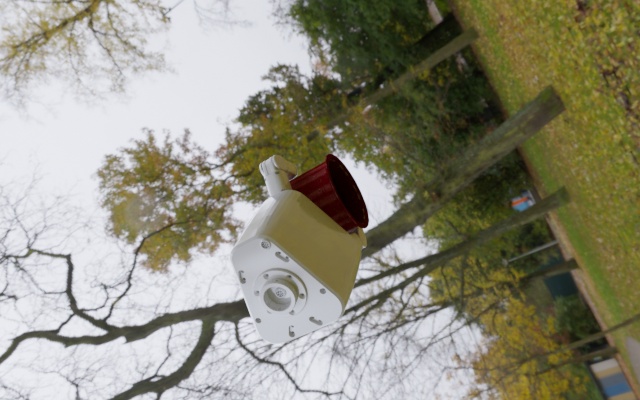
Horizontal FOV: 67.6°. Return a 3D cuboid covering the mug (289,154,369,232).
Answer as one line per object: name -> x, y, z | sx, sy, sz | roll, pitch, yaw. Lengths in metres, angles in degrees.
mug -> 0.000, 0.001, 0.560 | 0.081, 0.093, 0.117 | -27, 13, 19
